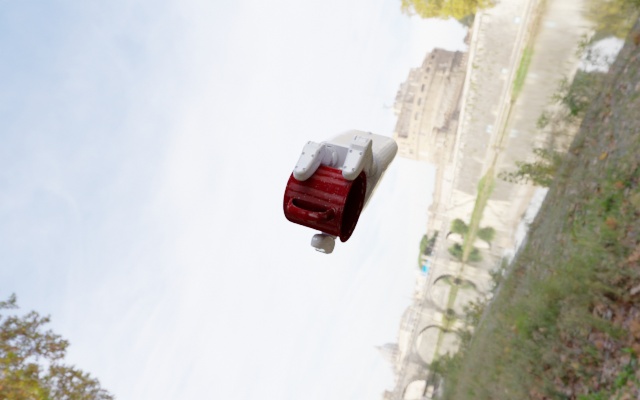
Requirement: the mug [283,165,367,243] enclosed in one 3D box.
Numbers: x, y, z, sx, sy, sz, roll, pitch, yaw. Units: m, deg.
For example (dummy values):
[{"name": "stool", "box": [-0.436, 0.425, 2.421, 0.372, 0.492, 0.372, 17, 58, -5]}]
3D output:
[{"name": "mug", "box": [-0.001, 0.002, 0.591, 0.081, 0.093, 0.117, 16, 24, 18]}]
